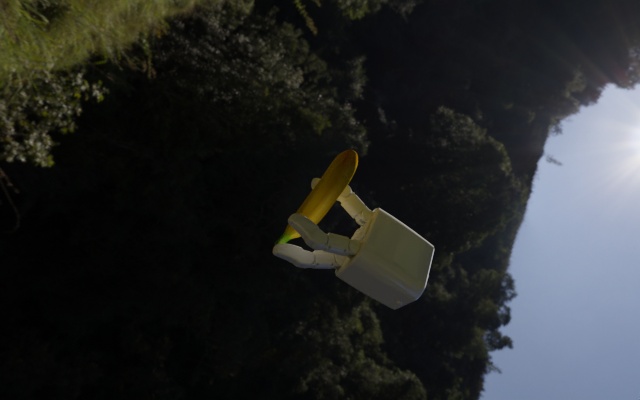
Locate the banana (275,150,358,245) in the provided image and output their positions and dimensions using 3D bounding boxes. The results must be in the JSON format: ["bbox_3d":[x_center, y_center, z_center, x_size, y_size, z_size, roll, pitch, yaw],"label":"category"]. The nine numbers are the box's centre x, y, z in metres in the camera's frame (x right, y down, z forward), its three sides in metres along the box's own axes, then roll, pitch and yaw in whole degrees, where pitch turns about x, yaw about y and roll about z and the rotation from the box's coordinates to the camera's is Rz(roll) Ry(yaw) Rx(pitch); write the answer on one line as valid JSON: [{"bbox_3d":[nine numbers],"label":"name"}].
[{"bbox_3d":[0.004,-0.005,0.666,0.037,0.198,0.069,35,34,-3],"label":"banana"}]
